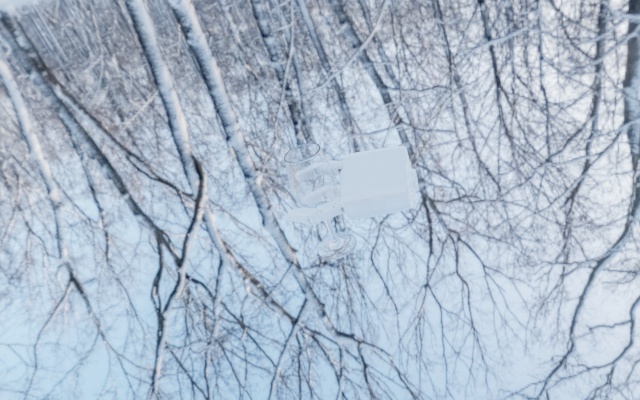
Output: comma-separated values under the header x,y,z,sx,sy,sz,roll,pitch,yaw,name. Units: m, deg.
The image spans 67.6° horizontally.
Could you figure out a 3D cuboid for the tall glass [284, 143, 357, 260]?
x,y,z,sx,sy,sz,roll,pitch,yaw,name
0.000,0.003,0.816,0.079,0.201,0.079,-15,31,10,tall glass
